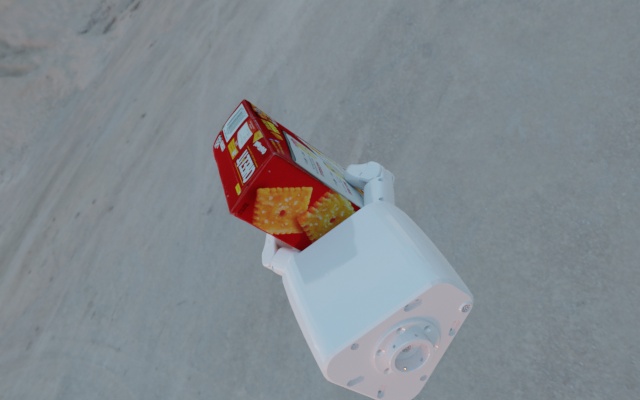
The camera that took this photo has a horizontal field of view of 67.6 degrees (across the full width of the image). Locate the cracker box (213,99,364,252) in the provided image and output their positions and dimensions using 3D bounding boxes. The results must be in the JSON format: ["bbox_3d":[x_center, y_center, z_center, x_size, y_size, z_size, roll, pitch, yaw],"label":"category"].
[{"bbox_3d":[0.000,0.001,0.489,0.214,0.072,0.164,33,12,-30],"label":"cracker box"}]
